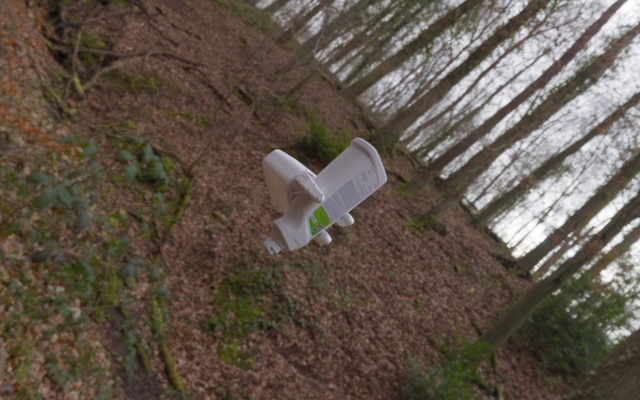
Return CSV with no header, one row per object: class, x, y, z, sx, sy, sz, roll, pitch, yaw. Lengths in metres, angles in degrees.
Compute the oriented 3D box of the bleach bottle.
bleach bottle,0.000,0.003,0.851,0.251,0.103,0.068,-39,44,-10
